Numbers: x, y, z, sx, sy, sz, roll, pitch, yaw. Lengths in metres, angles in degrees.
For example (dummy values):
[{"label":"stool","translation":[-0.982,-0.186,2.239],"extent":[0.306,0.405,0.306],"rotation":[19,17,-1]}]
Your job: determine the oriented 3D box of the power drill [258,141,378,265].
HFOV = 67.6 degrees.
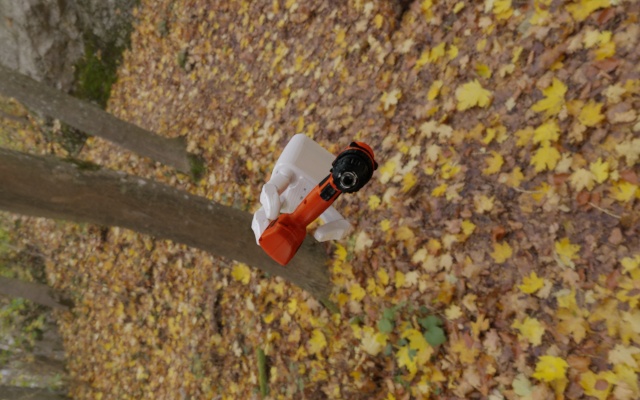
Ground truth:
[{"label":"power drill","translation":[0.000,0.002,0.644],"extent":[0.188,0.057,0.184],"rotation":[-44,2,17]}]
